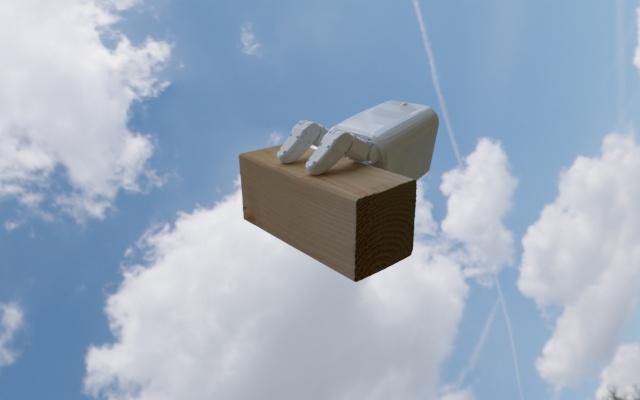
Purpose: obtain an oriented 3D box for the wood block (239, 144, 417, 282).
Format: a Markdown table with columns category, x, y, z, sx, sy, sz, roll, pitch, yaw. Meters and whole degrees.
| category | x | y | z | sx | sy | sz | roll | pitch | yaw |
| --- | --- | --- | --- | --- | --- | --- | --- | --- | --- |
| wood block | 0.000 | 0.002 | 0.549 | 0.090 | 0.091 | 0.206 | -18 | 27 | -36 |
